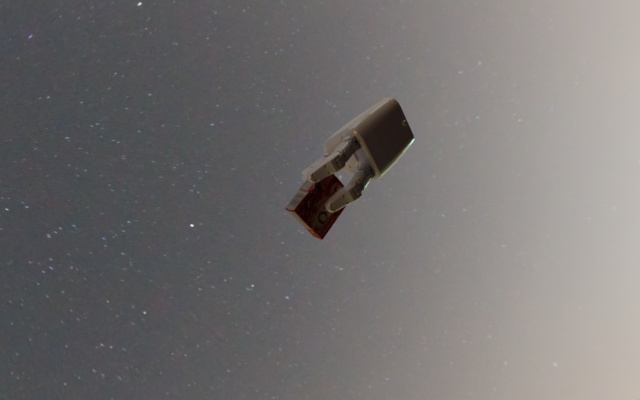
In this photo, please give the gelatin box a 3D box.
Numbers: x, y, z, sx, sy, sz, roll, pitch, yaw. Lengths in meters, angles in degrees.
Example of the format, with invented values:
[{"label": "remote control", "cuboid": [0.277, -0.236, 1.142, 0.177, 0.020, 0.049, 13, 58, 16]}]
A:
[{"label": "gelatin box", "cuboid": [0.000, 0.003, 0.730, 0.030, 0.089, 0.073, 14, -28, 53]}]
